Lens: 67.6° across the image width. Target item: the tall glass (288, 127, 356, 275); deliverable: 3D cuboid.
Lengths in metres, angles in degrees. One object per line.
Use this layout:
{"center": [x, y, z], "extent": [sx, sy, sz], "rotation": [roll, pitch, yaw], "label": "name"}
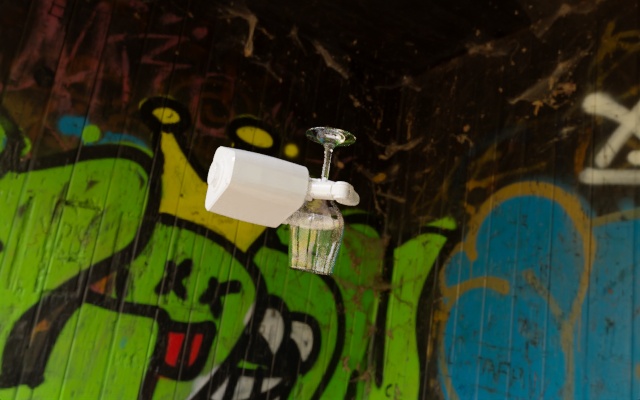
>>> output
{"center": [0.000, 0.002, 0.682], "extent": [0.079, 0.201, 0.079], "rotation": [8, -11, 2], "label": "tall glass"}
